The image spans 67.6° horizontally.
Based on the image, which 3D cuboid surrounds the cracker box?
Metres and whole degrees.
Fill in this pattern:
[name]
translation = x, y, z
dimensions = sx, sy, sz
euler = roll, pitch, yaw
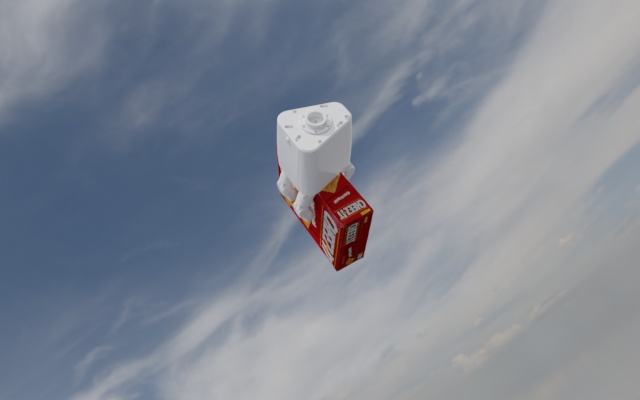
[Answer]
[cracker box]
translation = 0.000, 0.003, 0.881
dimensions = 0.072, 0.213, 0.164
euler = -27, -30, -19
